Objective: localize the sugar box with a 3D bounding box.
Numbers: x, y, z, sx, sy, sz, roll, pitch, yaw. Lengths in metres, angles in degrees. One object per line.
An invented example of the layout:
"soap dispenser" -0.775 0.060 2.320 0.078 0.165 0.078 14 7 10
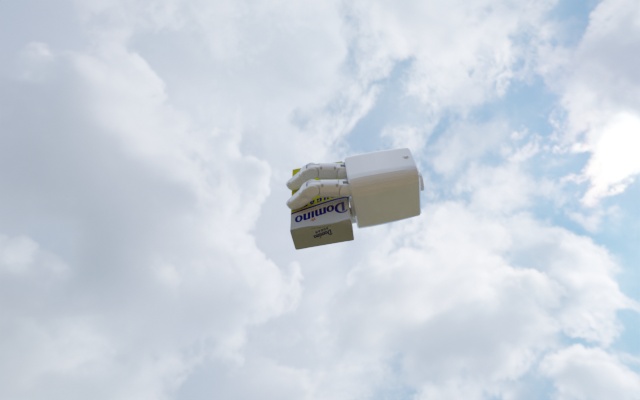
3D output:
"sugar box" 0.000 0.002 0.773 0.093 0.048 0.176 -10 32 4
